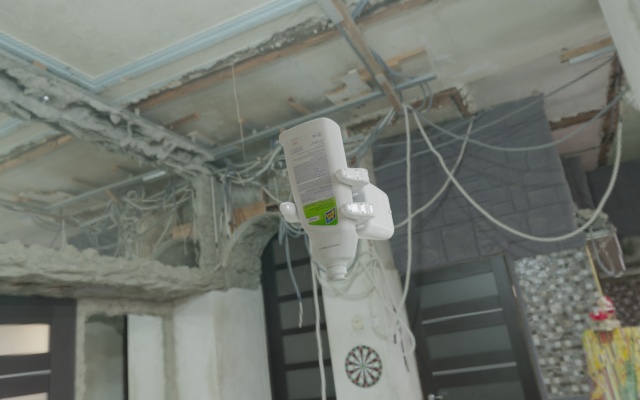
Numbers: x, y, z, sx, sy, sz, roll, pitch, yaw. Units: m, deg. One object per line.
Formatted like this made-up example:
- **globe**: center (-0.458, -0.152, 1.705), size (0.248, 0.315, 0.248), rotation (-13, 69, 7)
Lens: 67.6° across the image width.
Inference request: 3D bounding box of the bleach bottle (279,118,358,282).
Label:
- **bleach bottle**: center (0.000, 0.002, 0.749), size (0.102, 0.250, 0.068), rotation (-17, -19, 27)
